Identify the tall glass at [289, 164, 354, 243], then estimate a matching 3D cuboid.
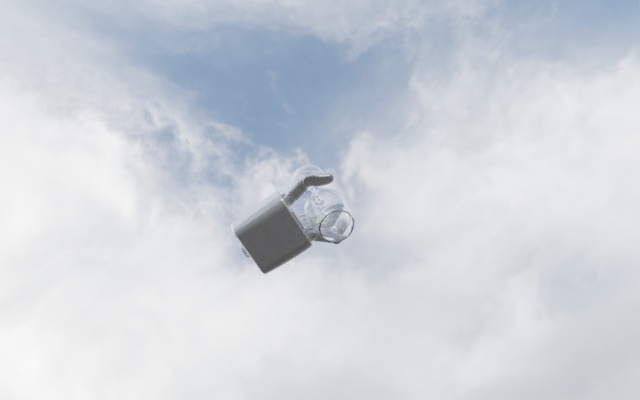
[{"bbox_3d":[0.000,0.002,0.883,0.079,0.079,0.201,0,24,-18],"label":"tall glass"}]
